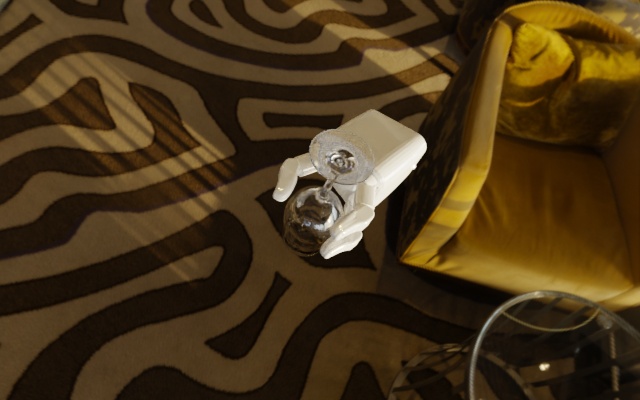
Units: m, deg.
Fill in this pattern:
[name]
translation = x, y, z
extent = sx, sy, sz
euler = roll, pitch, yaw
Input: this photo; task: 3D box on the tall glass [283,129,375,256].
[tall glass]
translation = 0.000, 0.002, 0.600
extent = 0.079, 0.079, 0.201
euler = 0, -31, -17
